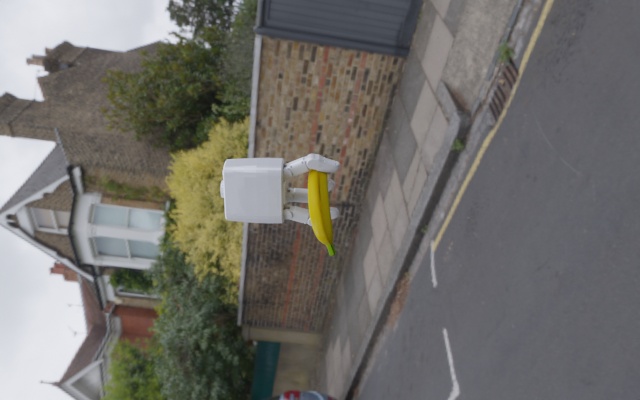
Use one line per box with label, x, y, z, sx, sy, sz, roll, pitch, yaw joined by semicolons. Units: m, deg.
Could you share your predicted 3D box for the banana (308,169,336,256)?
banana;-0.002;-0.004;0.841;0.037;0.197;0.070;-7;-31;4
